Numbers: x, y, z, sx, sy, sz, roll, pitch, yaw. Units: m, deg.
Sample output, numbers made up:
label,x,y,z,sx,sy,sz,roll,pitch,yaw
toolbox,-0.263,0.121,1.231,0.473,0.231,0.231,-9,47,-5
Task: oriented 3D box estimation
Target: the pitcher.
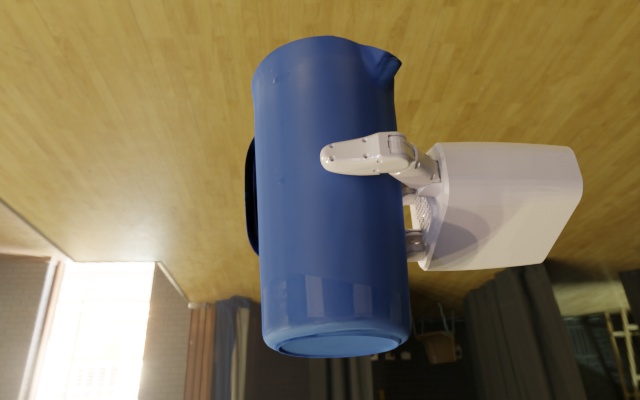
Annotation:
label,x,y,z,sx,sy,sz,roll,pitch,yaw
pitcher,0.000,0.001,0.402,0.145,0.242,0.149,-1,-27,-3
